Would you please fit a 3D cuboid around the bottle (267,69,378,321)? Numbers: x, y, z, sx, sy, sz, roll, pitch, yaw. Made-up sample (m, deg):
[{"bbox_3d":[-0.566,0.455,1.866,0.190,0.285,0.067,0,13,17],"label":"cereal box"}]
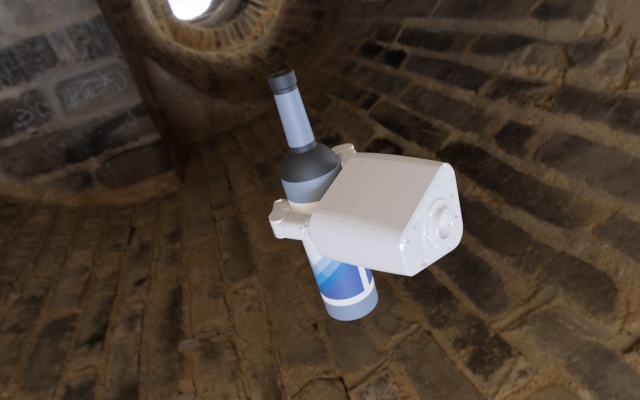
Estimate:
[{"bbox_3d":[0.000,0.002,0.530,0.069,0.296,0.069,-14,27,7],"label":"bottle"}]
